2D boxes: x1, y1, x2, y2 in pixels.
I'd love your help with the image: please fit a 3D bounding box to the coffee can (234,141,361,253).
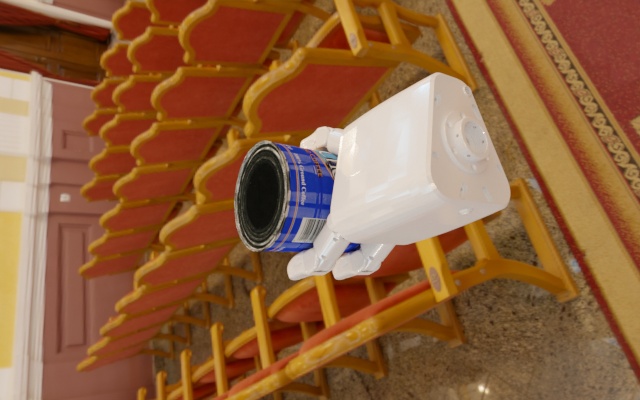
[{"bbox_3d":[0.000,0.002,0.476,0.140,0.103,0.103,6,-3,-35],"label":"coffee can"}]
